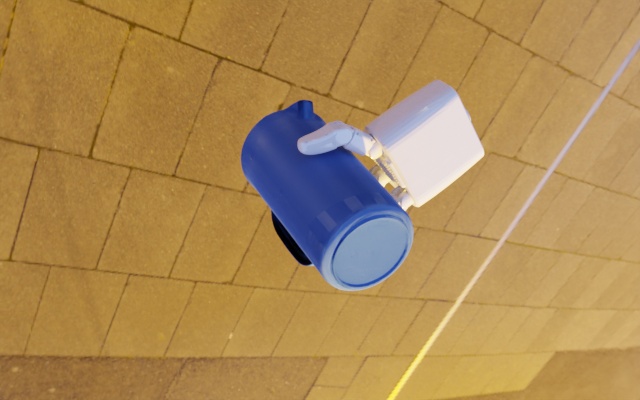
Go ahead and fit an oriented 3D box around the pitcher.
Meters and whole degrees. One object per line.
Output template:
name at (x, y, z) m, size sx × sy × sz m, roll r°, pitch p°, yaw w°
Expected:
pitcher at (0.000, 0.002, 0.574) m, size 0.145 × 0.149 × 0.242 m, roll -37°, pitch 41°, yaw -2°
